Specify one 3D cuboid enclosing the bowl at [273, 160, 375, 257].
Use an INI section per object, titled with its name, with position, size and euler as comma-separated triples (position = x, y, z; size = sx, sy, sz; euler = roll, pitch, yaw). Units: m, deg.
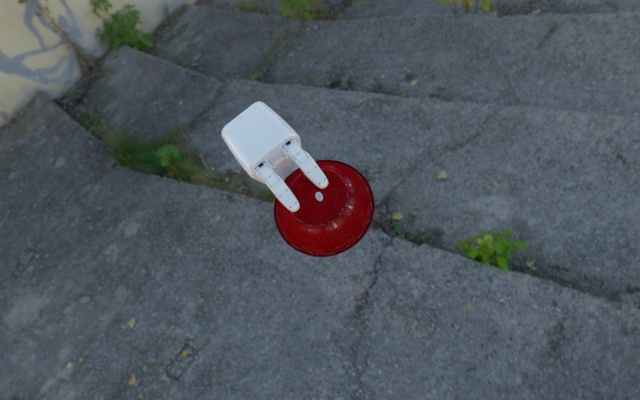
[bowl]
position = 0.001, 0.003, 0.728
size = 0.162, 0.162, 0.055
euler = 0, -18, 10
